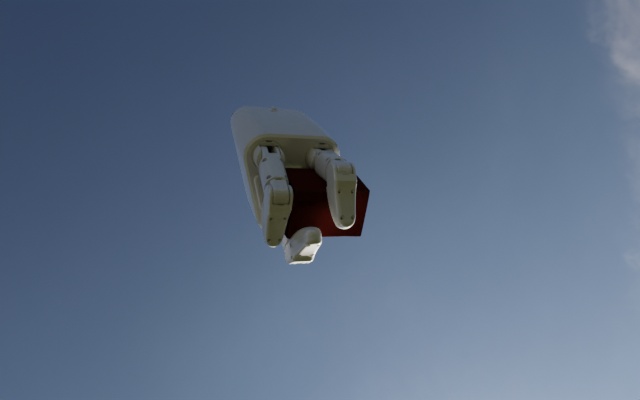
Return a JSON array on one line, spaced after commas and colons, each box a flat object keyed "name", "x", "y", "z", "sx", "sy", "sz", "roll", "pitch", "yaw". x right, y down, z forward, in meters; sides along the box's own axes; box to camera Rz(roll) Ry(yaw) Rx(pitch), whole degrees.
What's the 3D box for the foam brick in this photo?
[{"name": "foam brick", "x": 0.000, "y": 0.002, "z": 0.465, "sx": 0.078, "sy": 0.053, "sz": 0.051, "roll": 0, "pitch": 28, "yaw": -21}]
